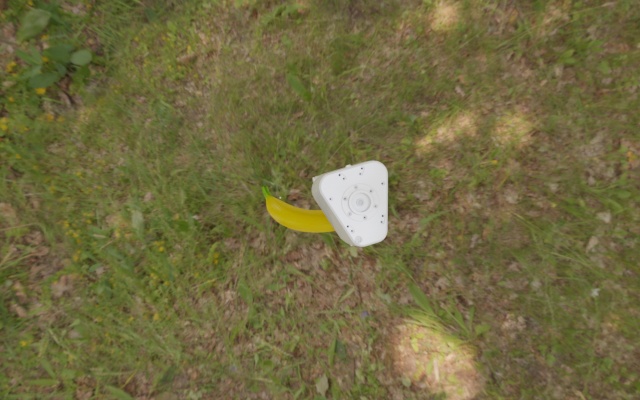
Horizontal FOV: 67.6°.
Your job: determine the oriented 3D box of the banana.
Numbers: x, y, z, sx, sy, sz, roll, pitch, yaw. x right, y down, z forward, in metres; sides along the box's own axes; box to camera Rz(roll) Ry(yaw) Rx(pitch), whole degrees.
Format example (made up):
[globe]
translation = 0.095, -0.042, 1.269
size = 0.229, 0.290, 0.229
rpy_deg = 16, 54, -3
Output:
[banana]
translation = -0.006, 0.021, 0.805
size = 0.198, 0.069, 0.037
rpy_deg = 8, -2, -3
